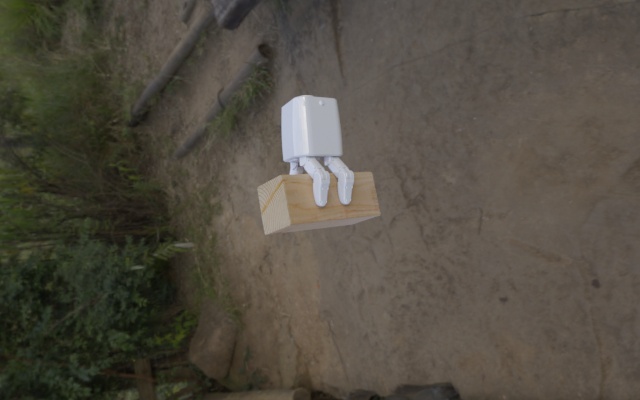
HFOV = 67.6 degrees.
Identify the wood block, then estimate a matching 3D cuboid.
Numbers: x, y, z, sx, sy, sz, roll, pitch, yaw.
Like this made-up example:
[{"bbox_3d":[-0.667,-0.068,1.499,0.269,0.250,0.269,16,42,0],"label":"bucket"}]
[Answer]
[{"bbox_3d":[0.000,0.003,0.882,0.206,0.090,0.091,-4,-11,-37],"label":"wood block"}]
